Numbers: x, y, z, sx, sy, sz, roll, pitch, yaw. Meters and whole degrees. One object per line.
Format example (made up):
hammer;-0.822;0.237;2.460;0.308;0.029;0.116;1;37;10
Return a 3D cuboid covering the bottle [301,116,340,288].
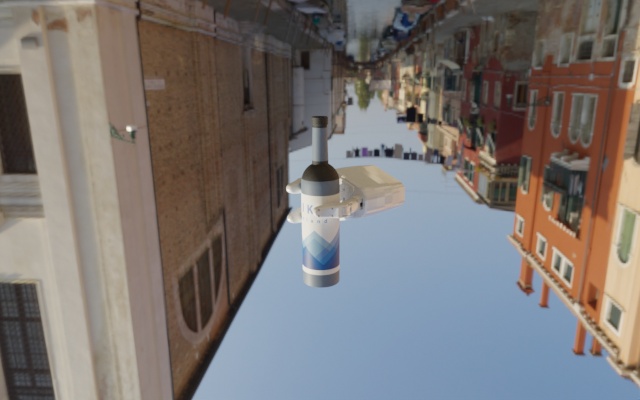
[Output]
bottle;0.000;0.003;0.831;0.069;0.296;0.069;0;15;0
